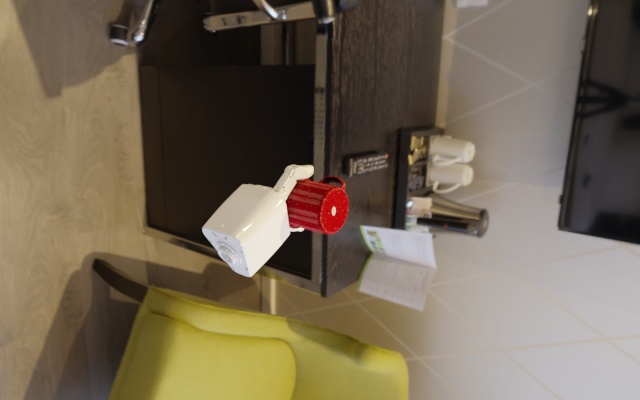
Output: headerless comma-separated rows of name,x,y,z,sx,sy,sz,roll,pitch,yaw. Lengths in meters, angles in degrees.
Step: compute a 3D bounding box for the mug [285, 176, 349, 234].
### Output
mug,0.001,0.002,0.816,0.081,0.093,0.117,13,51,37
